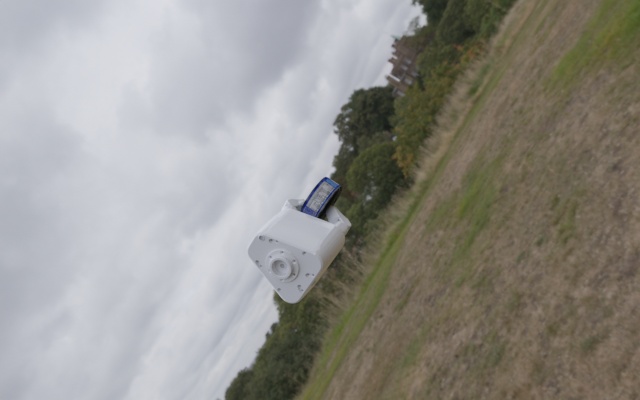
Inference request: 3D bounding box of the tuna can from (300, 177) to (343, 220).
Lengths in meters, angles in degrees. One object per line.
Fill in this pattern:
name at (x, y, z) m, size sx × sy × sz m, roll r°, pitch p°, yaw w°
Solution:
tuna can at (0.000, 0.002, 0.814) m, size 0.034 × 0.086 × 0.086 m, roll 34°, pitch 6°, yaw 9°
